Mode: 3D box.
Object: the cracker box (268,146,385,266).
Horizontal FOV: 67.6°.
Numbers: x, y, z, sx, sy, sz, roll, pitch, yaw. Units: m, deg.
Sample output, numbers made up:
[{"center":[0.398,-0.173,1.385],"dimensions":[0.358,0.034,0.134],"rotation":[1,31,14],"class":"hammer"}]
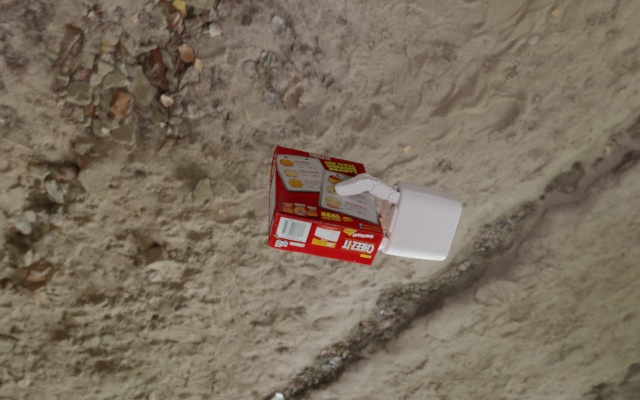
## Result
[{"center":[0.000,0.002,0.775],"dimensions":[0.164,0.072,0.213],"rotation":[11,31,-12],"class":"cracker box"}]
